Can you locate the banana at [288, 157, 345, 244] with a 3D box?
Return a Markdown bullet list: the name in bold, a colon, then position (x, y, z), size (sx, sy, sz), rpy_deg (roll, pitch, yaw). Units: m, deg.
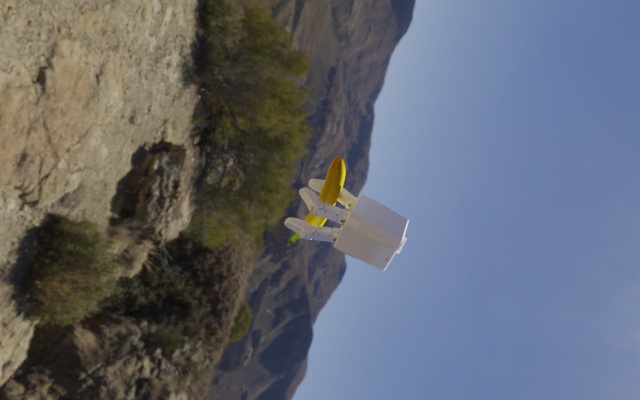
- **banana**: position (0.006, 0.002, 0.908), size (0.037, 0.198, 0.069), rpy_deg (34, 23, 14)
